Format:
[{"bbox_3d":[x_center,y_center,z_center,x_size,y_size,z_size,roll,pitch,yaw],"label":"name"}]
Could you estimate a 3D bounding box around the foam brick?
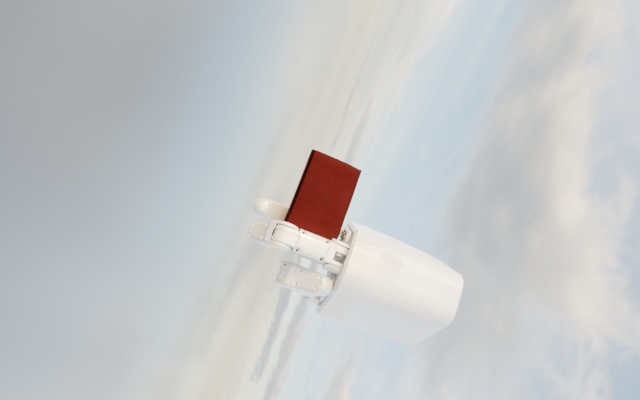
[{"bbox_3d":[0.000,0.001,0.460,0.051,0.078,0.053,21,-15,-1],"label":"foam brick"}]
